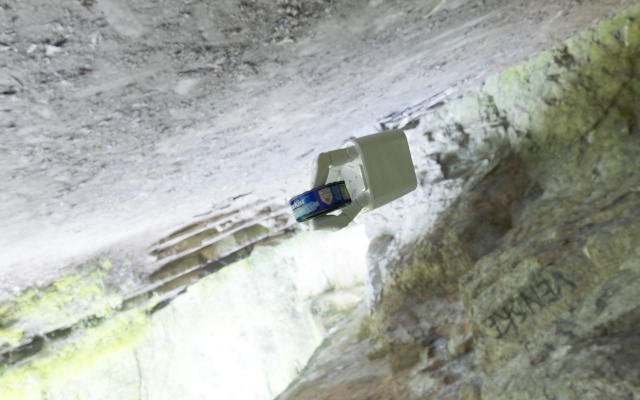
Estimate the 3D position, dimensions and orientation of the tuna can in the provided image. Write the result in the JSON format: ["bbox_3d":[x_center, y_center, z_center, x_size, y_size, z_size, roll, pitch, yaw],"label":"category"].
[{"bbox_3d":[0.000,0.003,0.675,0.086,0.033,0.086,-20,-6,-2],"label":"tuna can"}]
